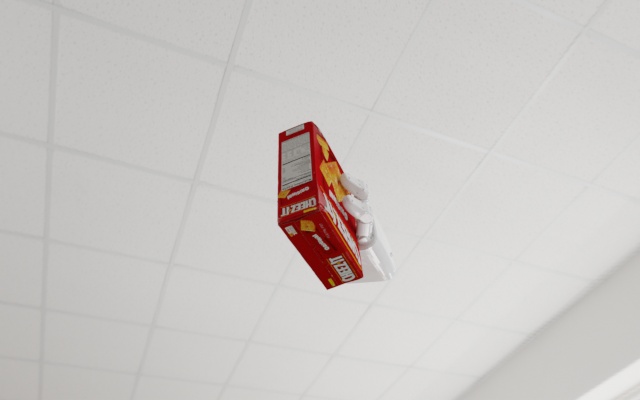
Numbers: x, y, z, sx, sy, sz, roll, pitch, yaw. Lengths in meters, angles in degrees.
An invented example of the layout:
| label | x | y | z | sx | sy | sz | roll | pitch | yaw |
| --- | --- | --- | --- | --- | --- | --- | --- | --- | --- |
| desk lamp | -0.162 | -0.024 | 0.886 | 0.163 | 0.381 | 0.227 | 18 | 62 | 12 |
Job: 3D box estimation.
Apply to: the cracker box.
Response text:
| label | x | y | z | sx | sy | sz | roll | pitch | yaw |
| --- | --- | --- | --- | --- | --- | --- | --- | --- | --- |
| cracker box | 0.000 | 0.002 | 0.745 | 0.072 | 0.213 | 0.164 | -21 | -49 | 14 |
